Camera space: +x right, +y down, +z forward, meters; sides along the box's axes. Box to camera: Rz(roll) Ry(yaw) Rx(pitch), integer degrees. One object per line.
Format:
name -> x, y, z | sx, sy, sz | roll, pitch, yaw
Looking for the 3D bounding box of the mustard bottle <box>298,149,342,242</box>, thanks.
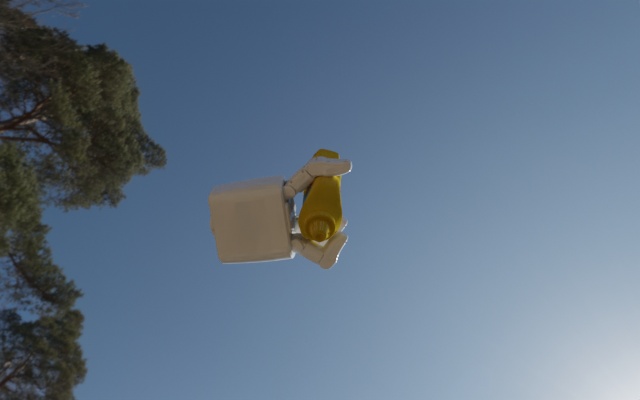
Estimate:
mustard bottle -> 0.000, 0.002, 0.681 | 0.058, 0.096, 0.191 | 15, 26, -6
